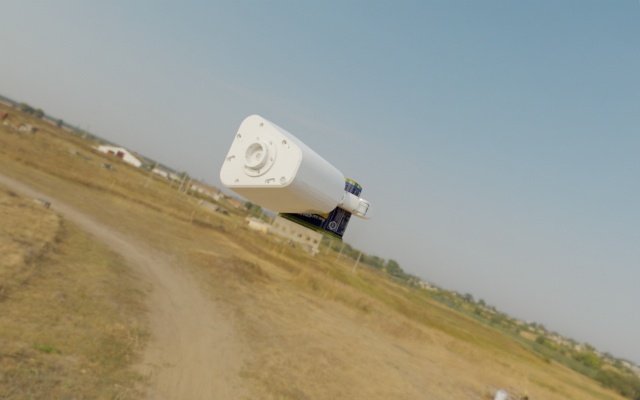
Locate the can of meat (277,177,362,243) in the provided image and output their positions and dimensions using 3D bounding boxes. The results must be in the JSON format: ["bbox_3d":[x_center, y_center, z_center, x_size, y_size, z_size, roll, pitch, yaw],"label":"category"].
[{"bbox_3d":[0.000,0.002,0.677,0.102,0.084,0.057,20,-4,36],"label":"can of meat"}]
